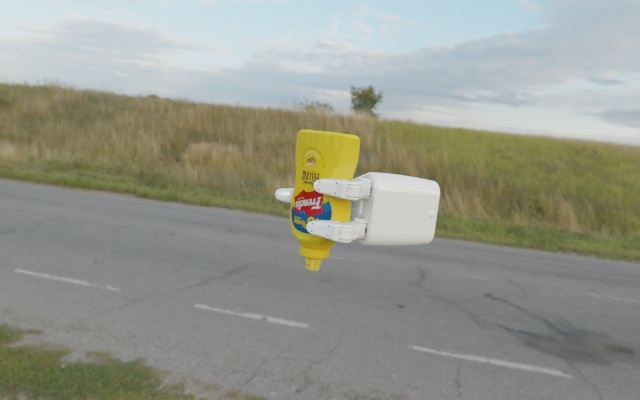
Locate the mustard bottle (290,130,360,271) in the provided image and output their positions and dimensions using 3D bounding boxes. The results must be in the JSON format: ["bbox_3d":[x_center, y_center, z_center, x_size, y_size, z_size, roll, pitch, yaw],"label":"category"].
[{"bbox_3d":[0.000,0.002,0.656,0.096,0.191,0.058,13,10,43],"label":"mustard bottle"}]
